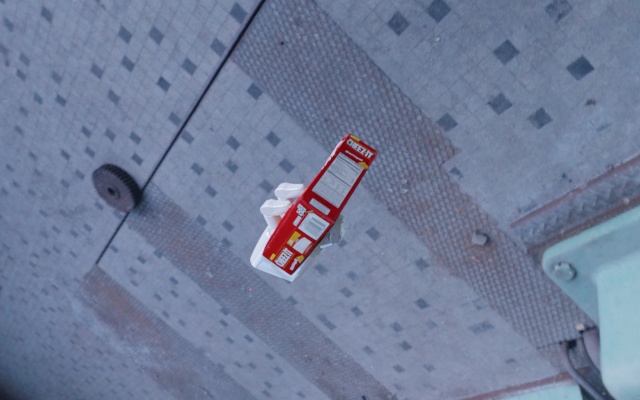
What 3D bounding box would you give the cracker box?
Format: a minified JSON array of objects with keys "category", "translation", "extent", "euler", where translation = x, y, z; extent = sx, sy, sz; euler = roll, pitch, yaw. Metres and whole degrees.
[{"category":"cracker box","translation":[0.000,0.003,0.820],"extent":[0.072,0.164,0.213],"euler":[35,43,-1]}]
